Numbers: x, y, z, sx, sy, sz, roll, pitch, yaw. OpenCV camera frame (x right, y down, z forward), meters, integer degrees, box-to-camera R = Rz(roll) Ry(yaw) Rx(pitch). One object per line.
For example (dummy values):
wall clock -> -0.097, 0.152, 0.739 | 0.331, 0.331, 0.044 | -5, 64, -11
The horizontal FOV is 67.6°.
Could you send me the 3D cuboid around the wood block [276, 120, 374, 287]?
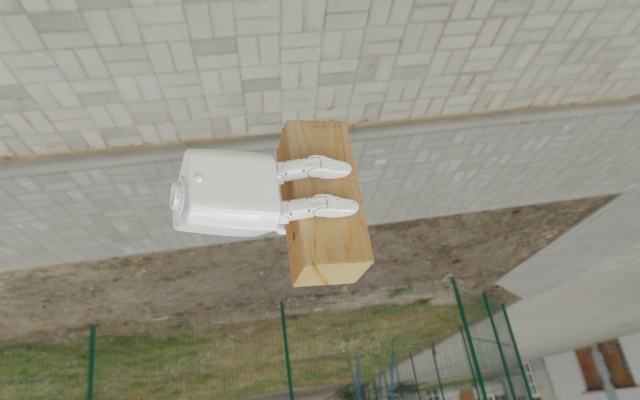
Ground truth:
wood block -> 0.000, 0.002, 0.645 | 0.090, 0.206, 0.091 | -2, -26, -15
